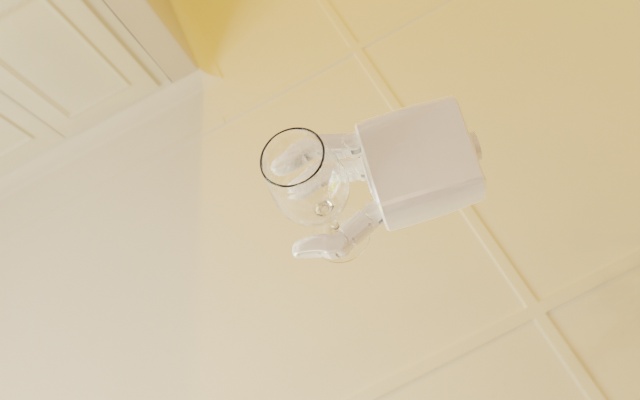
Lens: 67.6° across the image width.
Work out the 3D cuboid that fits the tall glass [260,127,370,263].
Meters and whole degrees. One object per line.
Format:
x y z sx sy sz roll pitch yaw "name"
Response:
0.000 0.002 0.512 0.079 0.079 0.201 0 -24 17 "tall glass"
